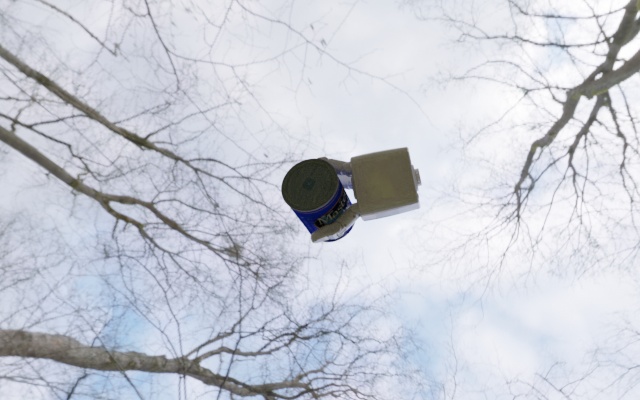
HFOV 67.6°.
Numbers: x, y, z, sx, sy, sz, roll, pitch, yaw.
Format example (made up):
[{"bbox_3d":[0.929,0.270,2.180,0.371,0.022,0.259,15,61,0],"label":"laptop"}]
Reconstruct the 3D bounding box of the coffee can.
[{"bbox_3d":[0.000,0.003,0.874,0.103,0.102,0.140,0,-27,19],"label":"coffee can"}]
